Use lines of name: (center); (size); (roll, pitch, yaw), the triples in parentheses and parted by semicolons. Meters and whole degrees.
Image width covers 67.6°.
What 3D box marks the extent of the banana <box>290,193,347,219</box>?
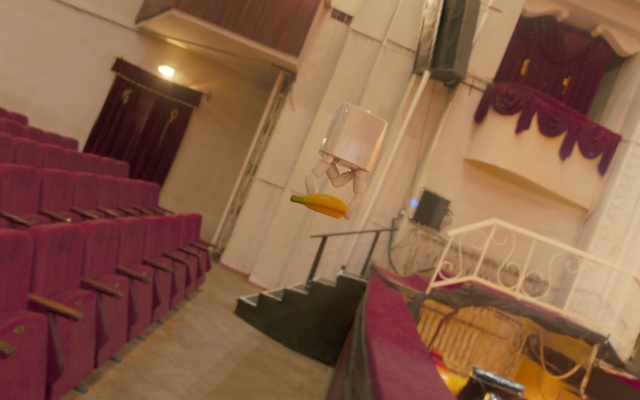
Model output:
banana: (0.015, 0.009, 0.889); (0.069, 0.037, 0.198); (22, 0, 22)
